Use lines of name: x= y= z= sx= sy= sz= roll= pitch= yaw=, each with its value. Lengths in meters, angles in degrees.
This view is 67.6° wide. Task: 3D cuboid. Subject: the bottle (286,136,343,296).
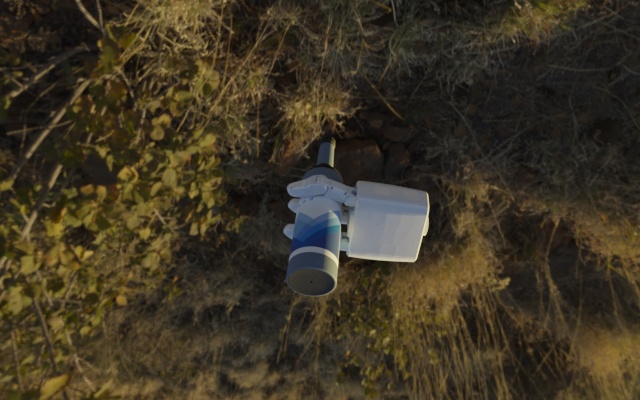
bottle: x=0.000 y=0.003 z=0.724 sx=0.069 sy=0.295 sz=0.069 roll=3 pitch=-44 yaw=3
